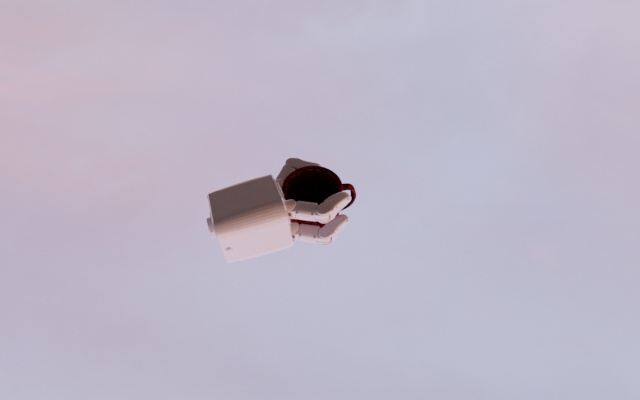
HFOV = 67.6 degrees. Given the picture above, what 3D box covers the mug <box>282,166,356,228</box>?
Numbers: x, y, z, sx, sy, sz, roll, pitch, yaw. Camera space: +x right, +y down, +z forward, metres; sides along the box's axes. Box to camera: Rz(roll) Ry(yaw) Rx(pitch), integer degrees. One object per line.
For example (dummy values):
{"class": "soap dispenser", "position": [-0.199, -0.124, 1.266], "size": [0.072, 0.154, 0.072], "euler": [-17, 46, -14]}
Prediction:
{"class": "mug", "position": [0.001, 0.002, 0.762], "size": [0.117, 0.093, 0.082], "euler": [-15, -39, -9]}
